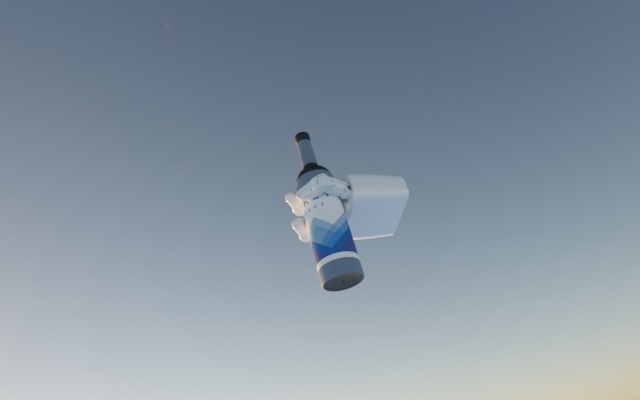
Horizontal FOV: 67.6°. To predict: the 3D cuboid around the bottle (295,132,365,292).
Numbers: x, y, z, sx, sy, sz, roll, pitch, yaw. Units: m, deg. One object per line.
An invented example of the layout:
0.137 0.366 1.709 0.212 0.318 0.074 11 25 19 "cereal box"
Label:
0.000 0.003 0.791 0.069 0.295 0.069 -11 -33 -7 "bottle"
